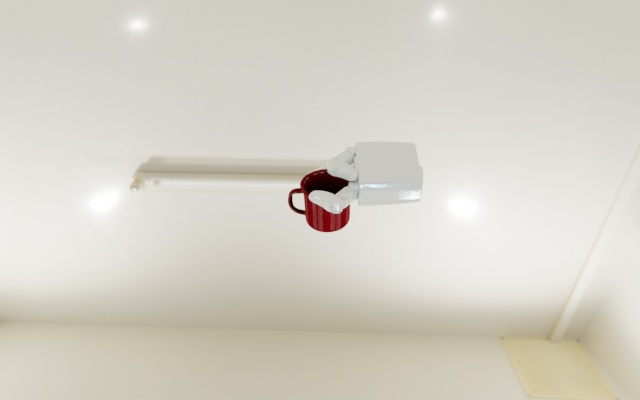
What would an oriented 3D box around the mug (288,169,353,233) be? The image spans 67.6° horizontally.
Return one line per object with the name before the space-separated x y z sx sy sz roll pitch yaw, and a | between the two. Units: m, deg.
mug | -0.001 0.003 0.851 0.117 0.082 0.093 -1 37 2
